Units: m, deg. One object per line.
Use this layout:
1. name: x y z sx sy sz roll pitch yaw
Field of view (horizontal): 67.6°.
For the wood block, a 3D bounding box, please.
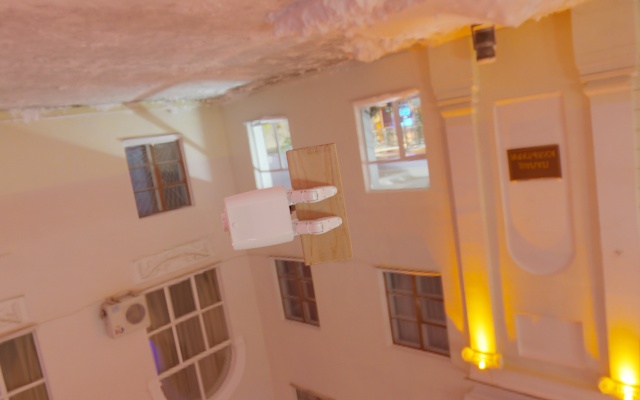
1. wood block: 0.000 0.003 0.878 0.090 0.206 0.091 -9 8 2
